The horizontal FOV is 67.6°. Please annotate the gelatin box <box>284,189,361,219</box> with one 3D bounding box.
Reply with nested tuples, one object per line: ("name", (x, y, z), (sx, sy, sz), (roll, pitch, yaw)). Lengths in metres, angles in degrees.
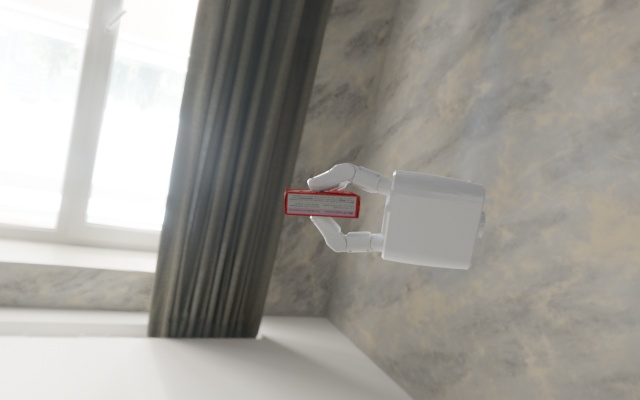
("gelatin box", (0.000, 0.002, 0.588), (0.089, 0.030, 0.073), (2, 5, -4))
